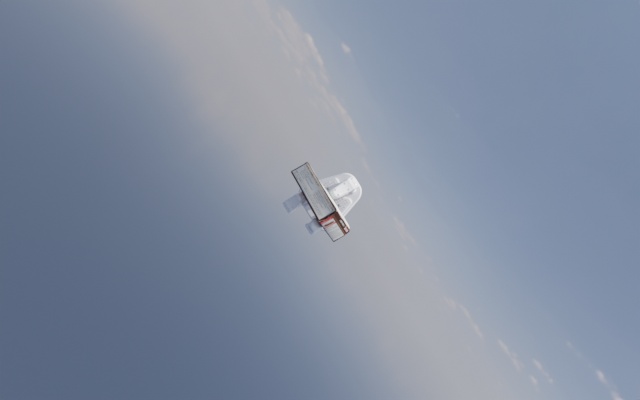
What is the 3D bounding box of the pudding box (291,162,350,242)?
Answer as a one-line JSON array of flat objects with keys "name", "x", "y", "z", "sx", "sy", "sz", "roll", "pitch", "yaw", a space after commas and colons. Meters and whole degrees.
[{"name": "pudding box", "x": 0.000, "y": 0.003, "z": 0.799, "sx": 0.039, "sy": 0.113, "sz": 0.090, "roll": -33, "pitch": -31, "yaw": 2}]
